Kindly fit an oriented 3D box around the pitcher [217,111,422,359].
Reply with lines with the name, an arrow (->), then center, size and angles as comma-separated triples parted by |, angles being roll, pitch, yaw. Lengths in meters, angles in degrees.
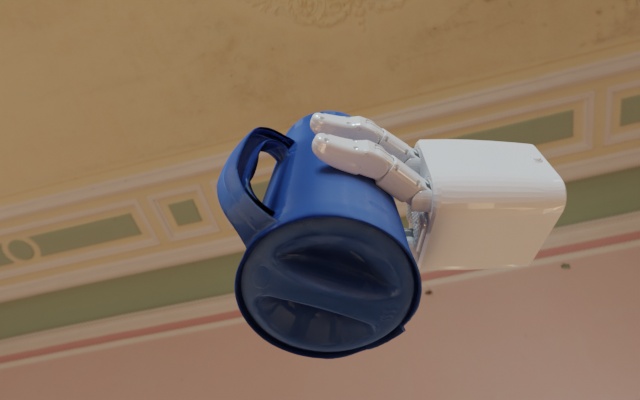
pitcher -> 0.000, 0.001, 0.432 | 0.145, 0.149, 0.242 | 1, 31, 0
